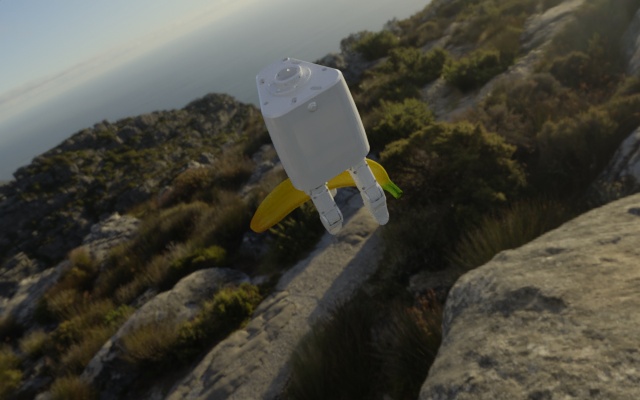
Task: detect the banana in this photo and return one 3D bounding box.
[{"bbox_3d":[0.000,-0.015,0.611,0.198,0.069,0.037,-15,-29,5],"label":"banana"}]
